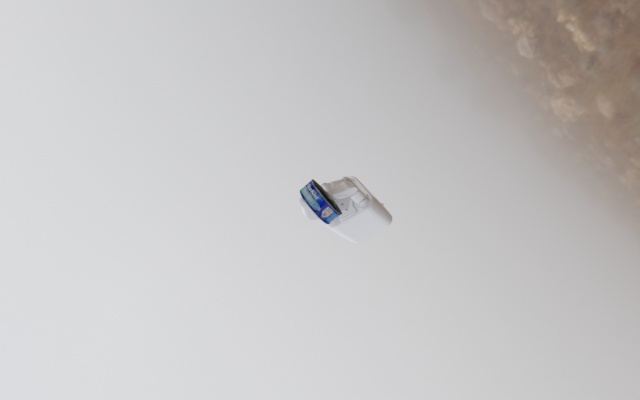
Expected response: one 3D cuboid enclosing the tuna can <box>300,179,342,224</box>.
[{"bbox_3d":[0.000,0.003,0.888,0.034,0.086,0.086,-40,-6,7],"label":"tuna can"}]
